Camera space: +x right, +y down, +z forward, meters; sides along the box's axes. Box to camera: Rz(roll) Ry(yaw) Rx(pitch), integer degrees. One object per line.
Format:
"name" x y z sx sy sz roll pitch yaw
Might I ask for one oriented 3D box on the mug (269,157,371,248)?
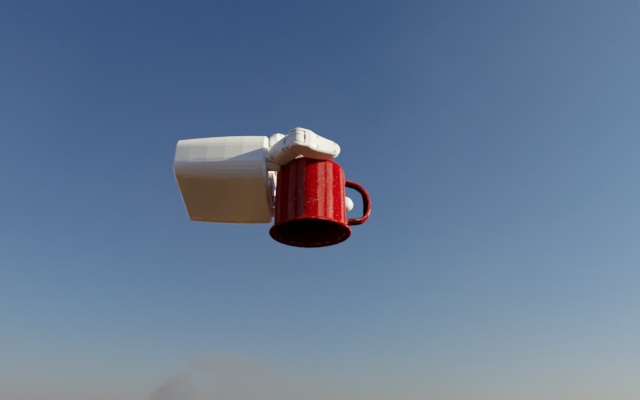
"mug" 0.002 0.002 0.556 0.117 0.081 0.093 0 -25 -1
